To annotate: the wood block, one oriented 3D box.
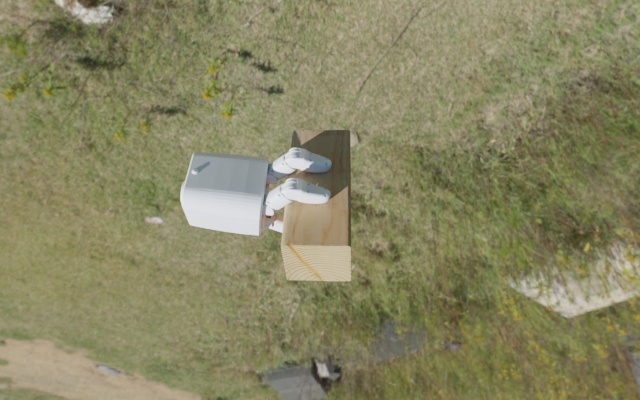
[{"bbox_3d":[0.000,0.003,0.682,0.090,0.206,0.091,0,-38,3],"label":"wood block"}]
